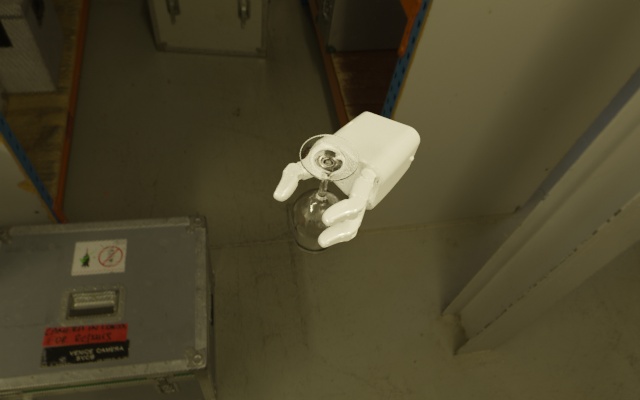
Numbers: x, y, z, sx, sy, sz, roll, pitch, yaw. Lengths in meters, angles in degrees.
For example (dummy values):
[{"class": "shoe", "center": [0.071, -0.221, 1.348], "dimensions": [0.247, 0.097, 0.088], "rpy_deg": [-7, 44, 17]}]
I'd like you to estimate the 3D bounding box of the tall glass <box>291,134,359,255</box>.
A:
[{"class": "tall glass", "center": [0.000, 0.002, 0.669], "dimensions": [0.079, 0.079, 0.201], "rpy_deg": [0, -35, -8]}]
